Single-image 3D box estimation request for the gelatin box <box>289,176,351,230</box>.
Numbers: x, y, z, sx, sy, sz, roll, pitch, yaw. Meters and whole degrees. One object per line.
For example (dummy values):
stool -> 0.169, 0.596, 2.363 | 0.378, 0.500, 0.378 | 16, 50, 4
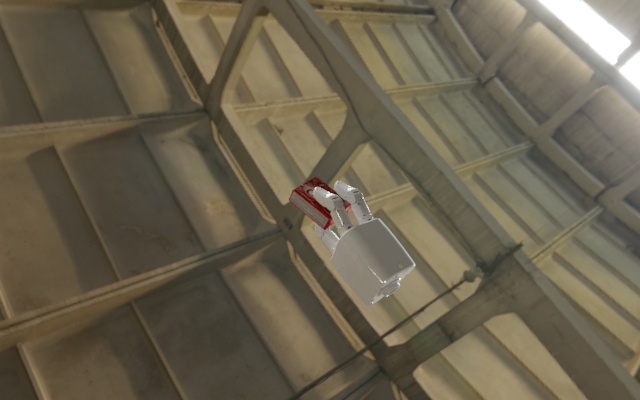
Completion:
gelatin box -> 0.000, 0.003, 0.855 | 0.089, 0.030, 0.073 | 39, 40, 15
